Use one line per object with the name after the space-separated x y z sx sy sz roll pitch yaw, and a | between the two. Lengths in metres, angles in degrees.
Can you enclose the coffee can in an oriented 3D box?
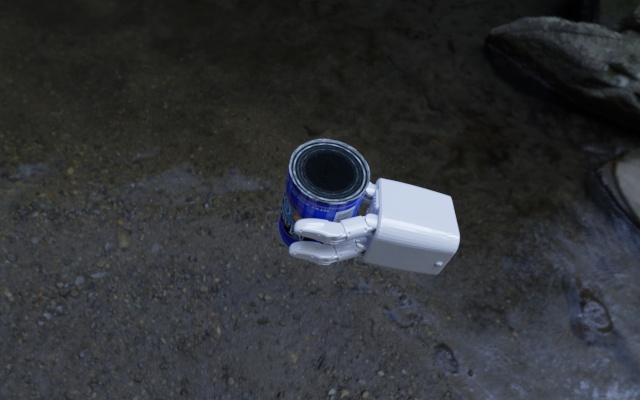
0.000 0.002 0.643 0.103 0.102 0.140 0 -35 -12 | coffee can
